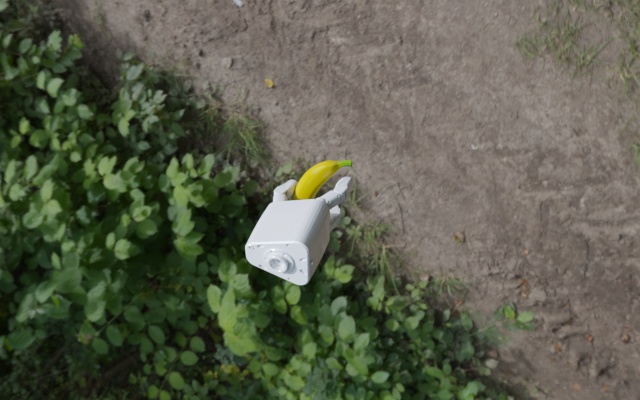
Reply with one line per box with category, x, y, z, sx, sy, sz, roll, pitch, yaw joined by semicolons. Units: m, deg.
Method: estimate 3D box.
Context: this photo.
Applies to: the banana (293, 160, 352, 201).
banana;-0.015;-0.007;0.872;0.069;0.198;0.037;24;40;-9
